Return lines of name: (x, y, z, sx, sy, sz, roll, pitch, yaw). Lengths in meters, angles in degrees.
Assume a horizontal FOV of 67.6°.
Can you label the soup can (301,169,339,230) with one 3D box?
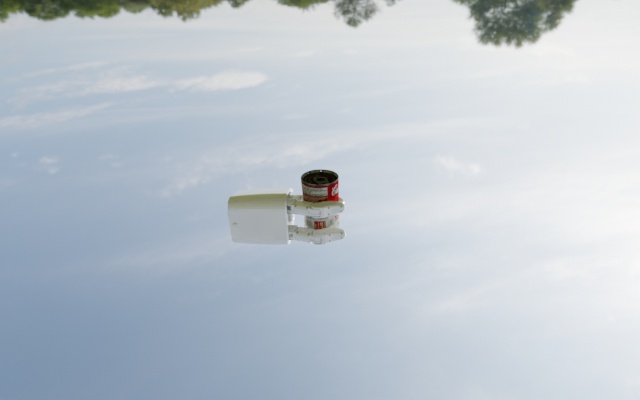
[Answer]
soup can: (0.001, 0.003, 0.873, 0.068, 0.102, 0.068, -2, 27, 1)
